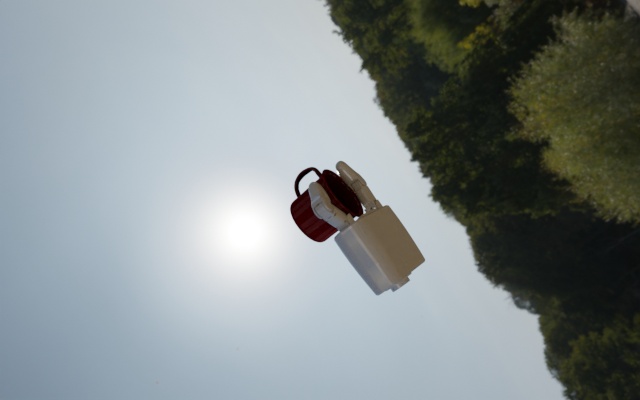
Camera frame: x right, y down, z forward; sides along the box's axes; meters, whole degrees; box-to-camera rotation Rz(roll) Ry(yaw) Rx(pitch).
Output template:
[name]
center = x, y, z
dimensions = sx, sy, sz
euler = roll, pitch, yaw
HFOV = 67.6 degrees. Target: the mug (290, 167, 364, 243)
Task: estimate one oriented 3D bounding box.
[mug]
center = -0.001, 0.001, 0.748
dimensions = 0.081, 0.117, 0.093
euler = -40, -13, 20
